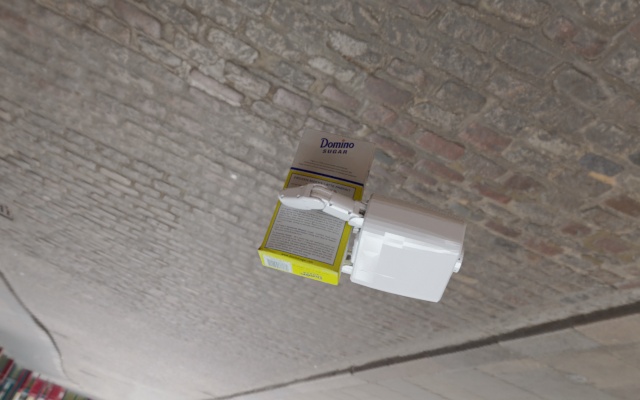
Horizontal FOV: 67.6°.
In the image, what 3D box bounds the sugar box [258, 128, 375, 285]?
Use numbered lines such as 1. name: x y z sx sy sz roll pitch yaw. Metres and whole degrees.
1. sugar box: 0.000 0.002 0.565 0.093 0.176 0.048 15 -30 9
